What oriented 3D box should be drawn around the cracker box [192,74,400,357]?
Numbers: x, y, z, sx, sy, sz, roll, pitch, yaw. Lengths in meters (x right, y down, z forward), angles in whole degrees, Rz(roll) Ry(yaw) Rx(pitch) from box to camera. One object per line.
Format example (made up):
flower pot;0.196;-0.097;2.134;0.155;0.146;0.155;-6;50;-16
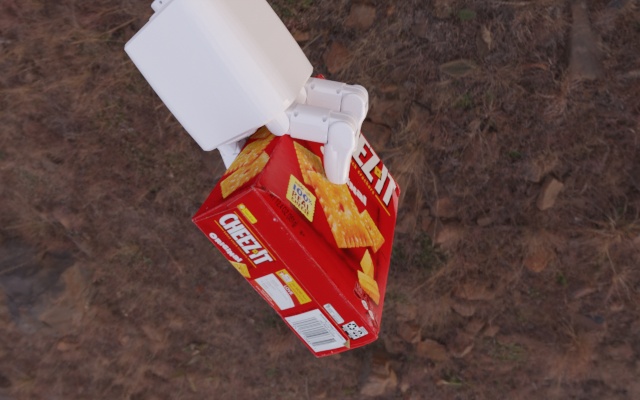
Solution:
cracker box;0.000;0.002;0.435;0.072;0.164;0.213;-24;26;29
